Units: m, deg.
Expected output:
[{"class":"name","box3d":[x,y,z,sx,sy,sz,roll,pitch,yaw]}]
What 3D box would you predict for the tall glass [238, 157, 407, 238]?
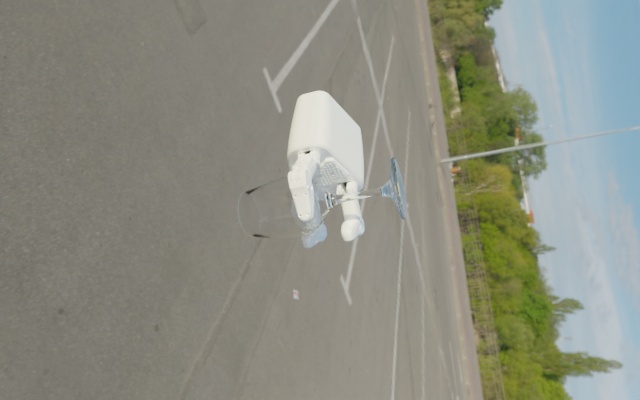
[{"class":"tall glass","box3d":[0.001,0.002,0.593,0.201,0.079,0.079,-10,-3,18]}]
